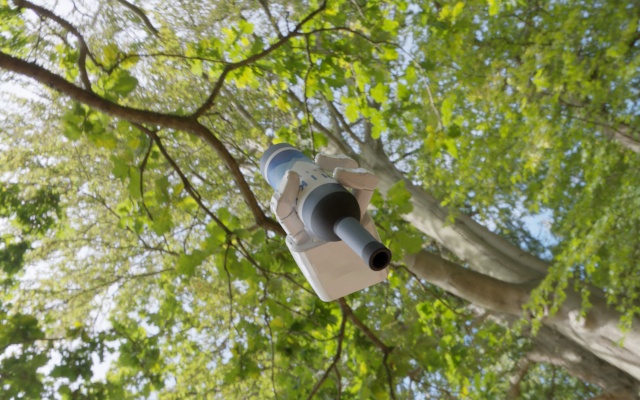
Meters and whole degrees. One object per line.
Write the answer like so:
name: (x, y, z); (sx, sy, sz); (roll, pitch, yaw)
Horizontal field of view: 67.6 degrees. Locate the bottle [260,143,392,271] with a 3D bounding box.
bottle: (0.000, 0.002, 0.601); (0.069, 0.069, 0.295); (0, 23, -27)
